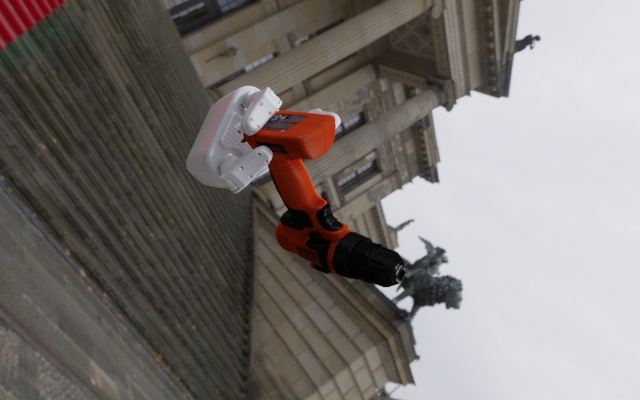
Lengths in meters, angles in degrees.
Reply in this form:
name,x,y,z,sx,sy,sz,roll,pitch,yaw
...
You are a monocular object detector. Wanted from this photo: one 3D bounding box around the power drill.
name,x,y,z,sx,sy,sz,roll,pitch,yaw
power drill,0.000,0.001,0.511,0.184,0.188,0.057,14,42,42
